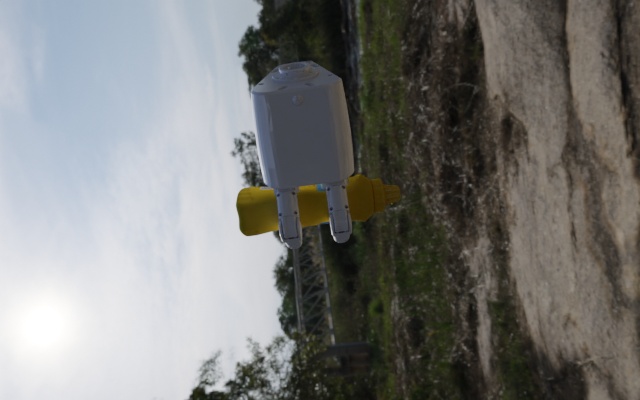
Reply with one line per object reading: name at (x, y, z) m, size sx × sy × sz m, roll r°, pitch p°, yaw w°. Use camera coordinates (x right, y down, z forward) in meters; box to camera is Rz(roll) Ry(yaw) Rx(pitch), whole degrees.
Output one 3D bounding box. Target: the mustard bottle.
mustard bottle at (0.000, 0.002, 0.577) m, size 0.191 × 0.058 × 0.096 m, roll -7°, pitch 6°, yaw 0°
